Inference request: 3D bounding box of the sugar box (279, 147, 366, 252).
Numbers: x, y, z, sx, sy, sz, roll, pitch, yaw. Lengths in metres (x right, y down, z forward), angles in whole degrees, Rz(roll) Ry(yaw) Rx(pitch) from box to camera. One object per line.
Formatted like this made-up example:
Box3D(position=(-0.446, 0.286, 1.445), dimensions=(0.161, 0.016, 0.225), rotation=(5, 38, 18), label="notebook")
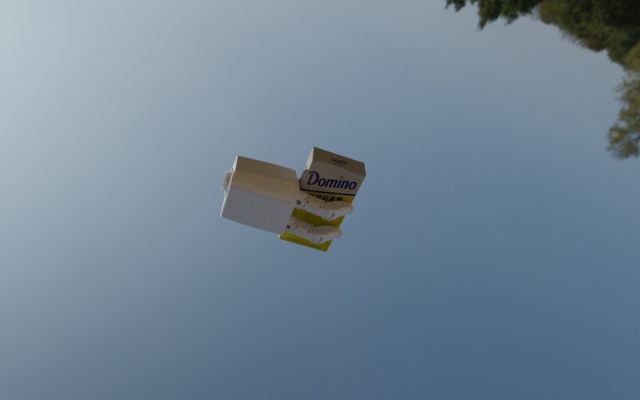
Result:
Box3D(position=(0.000, 0.003, 0.808), dimensions=(0.093, 0.176, 0.048), rotation=(16, 37, -12), label="sugar box")
